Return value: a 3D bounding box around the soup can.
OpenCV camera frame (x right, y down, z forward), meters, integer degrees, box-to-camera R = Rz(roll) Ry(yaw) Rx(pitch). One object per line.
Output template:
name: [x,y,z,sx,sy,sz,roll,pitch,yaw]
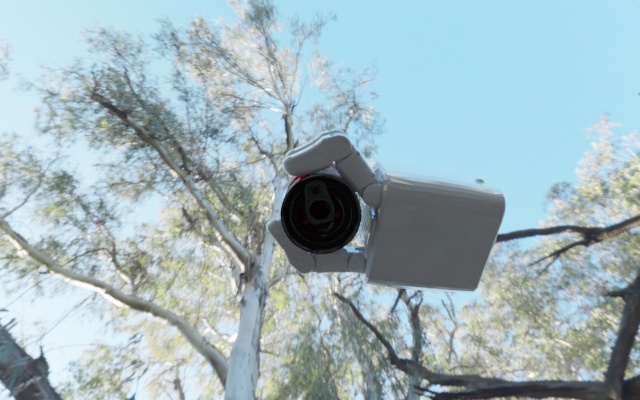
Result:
soup can: [0.000,0.001,0.445,0.068,0.068,0.102,0,13,-1]
